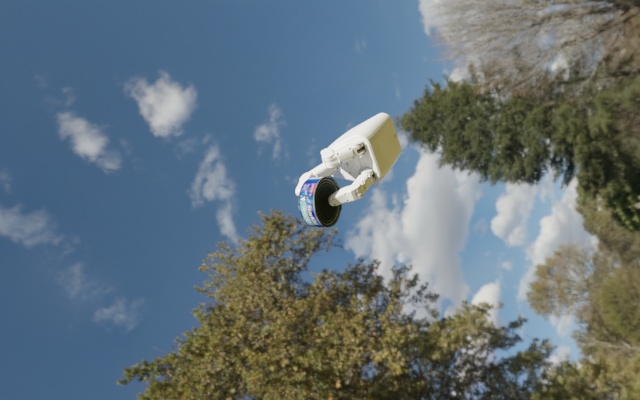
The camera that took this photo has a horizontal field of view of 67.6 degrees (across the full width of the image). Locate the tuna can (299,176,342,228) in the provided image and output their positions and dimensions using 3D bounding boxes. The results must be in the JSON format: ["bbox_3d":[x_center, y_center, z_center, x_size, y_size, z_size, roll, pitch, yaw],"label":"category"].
[{"bbox_3d":[0.000,0.003,0.805,0.034,0.086,0.086,-2,-1,34],"label":"tuna can"}]
